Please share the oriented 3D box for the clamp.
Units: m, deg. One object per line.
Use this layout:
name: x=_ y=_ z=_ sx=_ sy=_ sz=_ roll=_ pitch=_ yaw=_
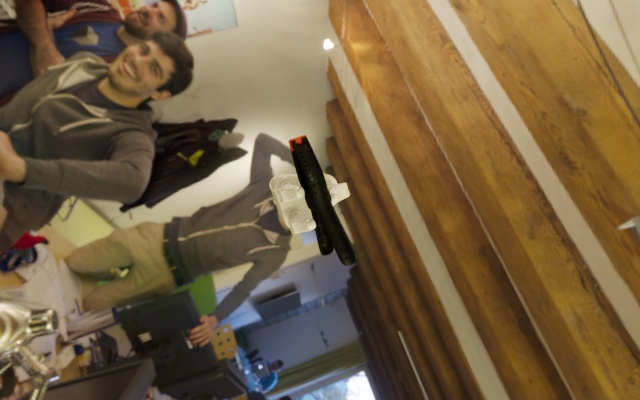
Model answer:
clamp: x=0.001 y=0.002 z=0.738 sx=0.036 sy=0.210 sz=0.164 roll=-20 pitch=10 yaw=-12
